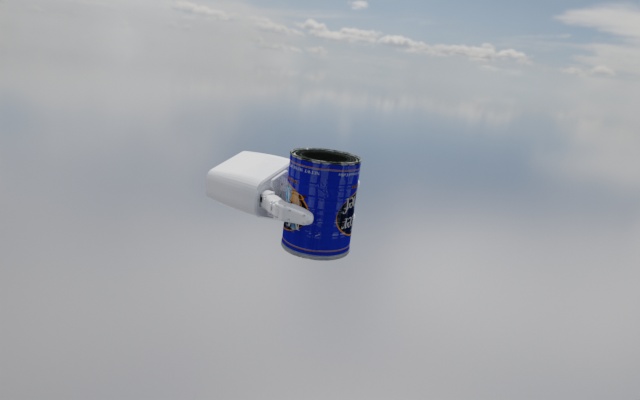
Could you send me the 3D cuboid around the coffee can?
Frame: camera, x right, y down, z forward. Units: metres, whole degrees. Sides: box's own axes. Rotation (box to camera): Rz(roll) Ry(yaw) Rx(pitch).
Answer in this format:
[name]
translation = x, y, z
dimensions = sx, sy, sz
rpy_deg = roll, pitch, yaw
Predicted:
[coffee can]
translation = 0.000, 0.002, 0.689
dimensions = 0.103, 0.140, 0.102
rpy_deg = 6, 16, -2
